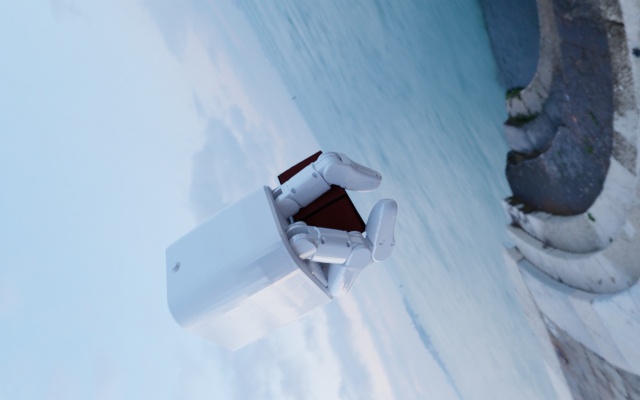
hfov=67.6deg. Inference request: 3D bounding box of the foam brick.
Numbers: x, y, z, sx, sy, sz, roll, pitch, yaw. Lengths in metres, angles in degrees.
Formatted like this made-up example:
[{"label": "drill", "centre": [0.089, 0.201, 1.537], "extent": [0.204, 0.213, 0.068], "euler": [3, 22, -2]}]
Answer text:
[{"label": "foam brick", "centre": [0.000, 0.001, 0.442], "extent": [0.051, 0.053, 0.078], "euler": [-31, 38, 4]}]
